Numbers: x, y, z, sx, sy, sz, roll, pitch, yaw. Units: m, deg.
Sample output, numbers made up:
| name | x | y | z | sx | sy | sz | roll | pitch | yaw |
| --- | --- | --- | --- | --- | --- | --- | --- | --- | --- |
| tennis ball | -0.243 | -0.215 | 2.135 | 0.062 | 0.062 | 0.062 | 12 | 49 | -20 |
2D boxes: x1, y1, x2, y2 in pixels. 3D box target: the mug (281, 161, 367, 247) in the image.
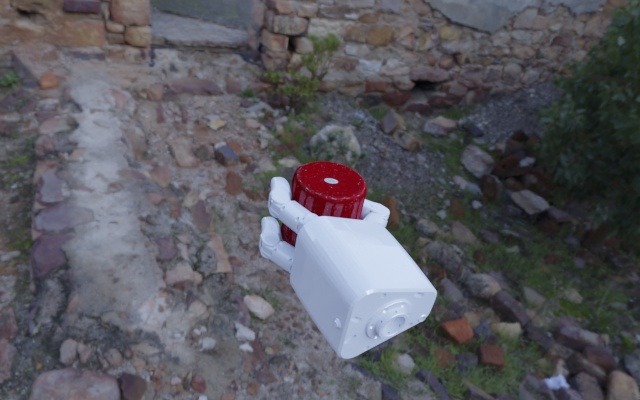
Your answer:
| name | x | y | z | sx | sy | sz | roll | pitch | yaw |
| --- | --- | --- | --- | --- | --- | --- | --- | --- | --- |
| mug | 0.000 | 0.001 | 0.555 | 0.093 | 0.081 | 0.117 | -9 | 39 | -28 |
